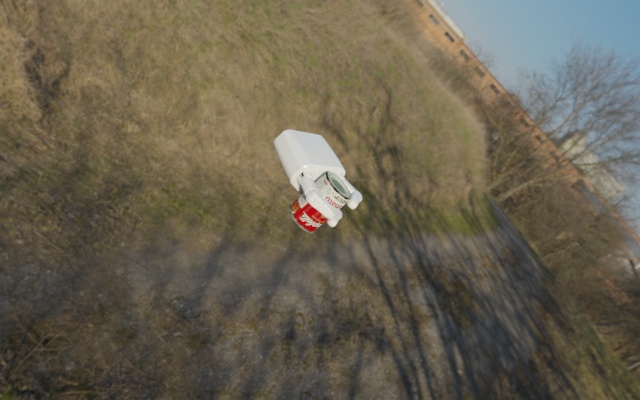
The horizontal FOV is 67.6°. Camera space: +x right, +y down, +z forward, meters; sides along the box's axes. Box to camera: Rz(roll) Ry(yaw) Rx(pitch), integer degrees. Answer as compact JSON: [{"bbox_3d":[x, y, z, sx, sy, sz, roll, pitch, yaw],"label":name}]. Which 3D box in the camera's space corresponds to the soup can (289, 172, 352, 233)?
[{"bbox_3d":[0.000,0.003,0.893,0.102,0.068,0.068,-42,-17,20],"label":"soup can"}]
